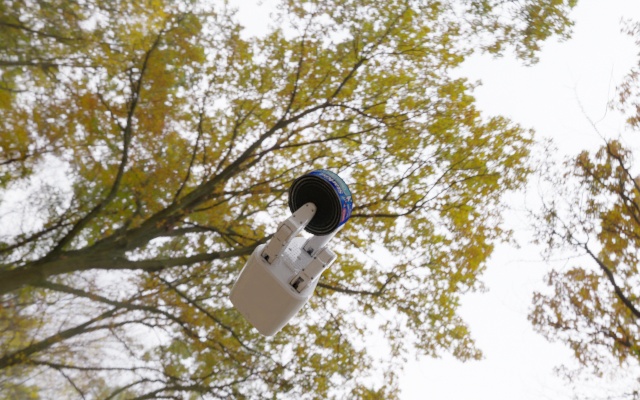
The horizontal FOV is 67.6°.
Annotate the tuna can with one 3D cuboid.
[{"bbox_3d":[0.000,0.002,0.640,0.086,0.086,0.033,0,18,36],"label":"tuna can"}]
